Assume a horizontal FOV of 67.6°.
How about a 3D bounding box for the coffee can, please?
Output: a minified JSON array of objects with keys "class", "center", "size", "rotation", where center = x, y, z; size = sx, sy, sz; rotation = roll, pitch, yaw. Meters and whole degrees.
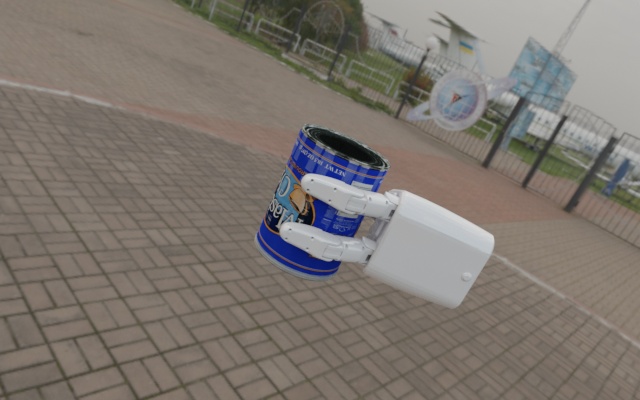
[{"class":"coffee can","center":[0.000,0.002,0.524],"size":[0.103,0.140,0.102],"rotation":[22,19,-8]}]
